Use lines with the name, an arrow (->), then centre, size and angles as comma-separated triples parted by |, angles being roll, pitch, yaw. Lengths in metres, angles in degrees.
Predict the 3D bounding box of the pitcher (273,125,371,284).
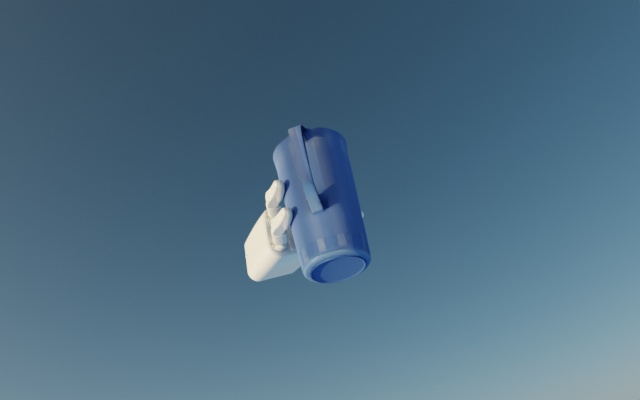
pitcher -> 0.000, 0.003, 0.782 | 0.149, 0.242, 0.145 | 9, -39, -31
